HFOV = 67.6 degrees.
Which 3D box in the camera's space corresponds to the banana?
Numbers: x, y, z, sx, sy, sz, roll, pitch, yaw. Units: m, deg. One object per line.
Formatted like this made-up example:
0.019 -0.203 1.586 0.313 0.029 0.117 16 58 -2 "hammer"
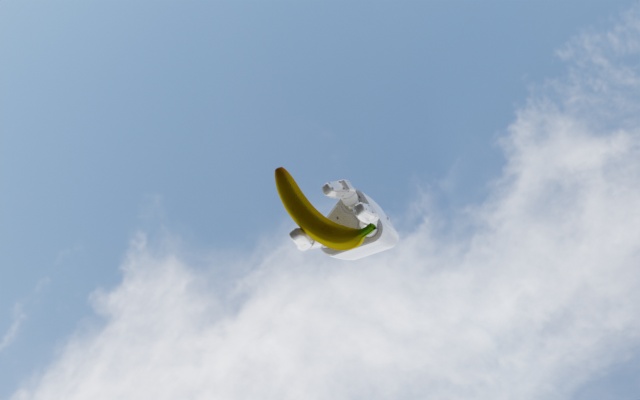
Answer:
-0.006 0.020 0.706 0.197 0.069 0.037 32 11 30 "banana"
